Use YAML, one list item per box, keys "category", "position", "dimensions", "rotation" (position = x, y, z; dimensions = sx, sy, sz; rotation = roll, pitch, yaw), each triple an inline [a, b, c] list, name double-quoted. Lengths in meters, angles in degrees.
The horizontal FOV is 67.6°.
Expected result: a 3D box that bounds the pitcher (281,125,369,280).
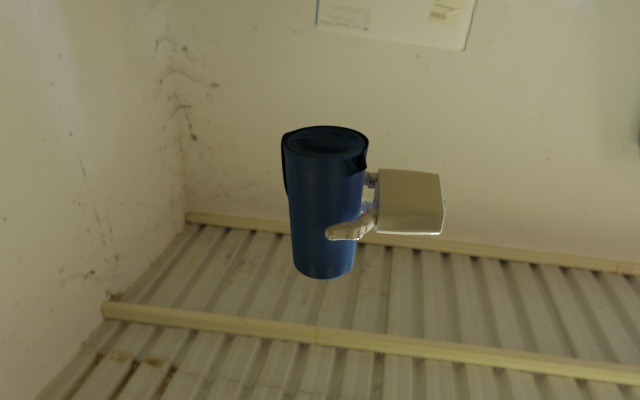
- category: "pitcher"
  position: [0.000, 0.003, 0.796]
  dimensions: [0.145, 0.243, 0.149]
  rotation: [2, 29, 2]
